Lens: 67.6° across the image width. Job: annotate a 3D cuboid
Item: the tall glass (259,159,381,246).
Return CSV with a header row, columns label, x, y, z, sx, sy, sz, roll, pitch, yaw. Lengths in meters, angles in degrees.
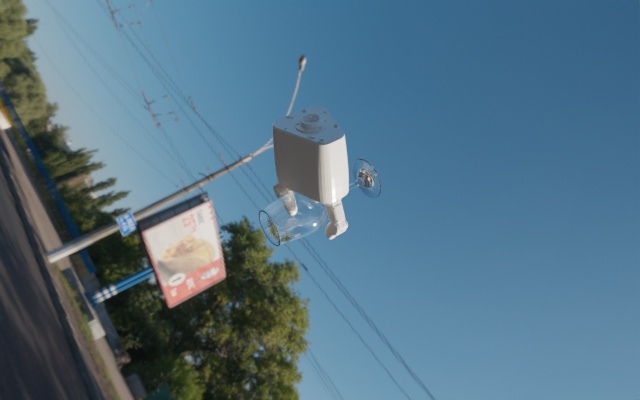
label,x,y,z,sx,sy,sz,roll,pitch,yaw
tall glass,0.001,0.002,0.782,0.201,0.079,0.079,-27,12,-25
